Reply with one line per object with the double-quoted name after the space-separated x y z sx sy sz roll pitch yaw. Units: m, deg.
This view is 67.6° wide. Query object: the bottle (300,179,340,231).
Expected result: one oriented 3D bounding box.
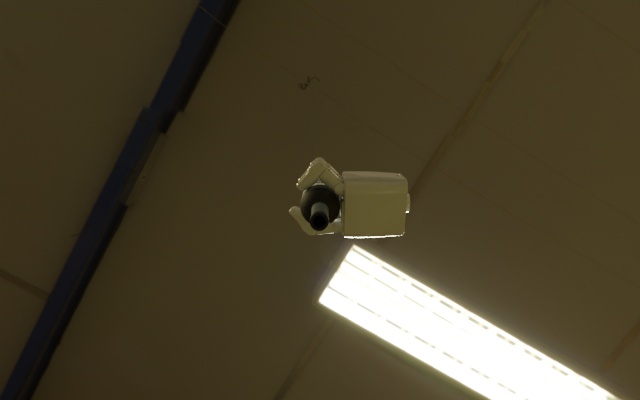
0.000 0.003 0.821 0.069 0.069 0.295 0 11 1 "bottle"
